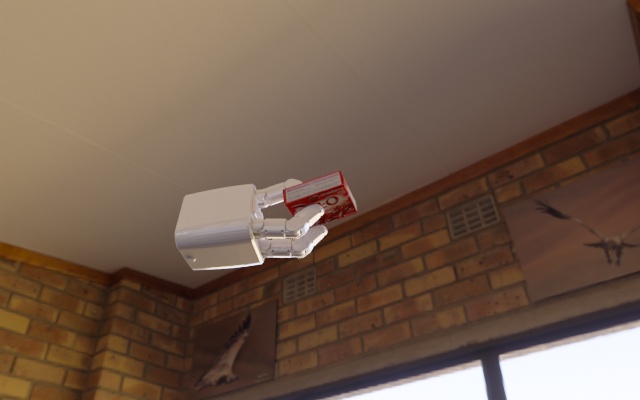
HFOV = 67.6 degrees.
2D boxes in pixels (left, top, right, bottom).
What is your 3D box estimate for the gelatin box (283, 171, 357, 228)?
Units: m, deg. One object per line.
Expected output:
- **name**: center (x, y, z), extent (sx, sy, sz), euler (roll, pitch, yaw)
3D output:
- **gelatin box**: center (0.000, 0.002, 0.680), extent (0.089, 0.030, 0.073), euler (-19, -39, 9)
